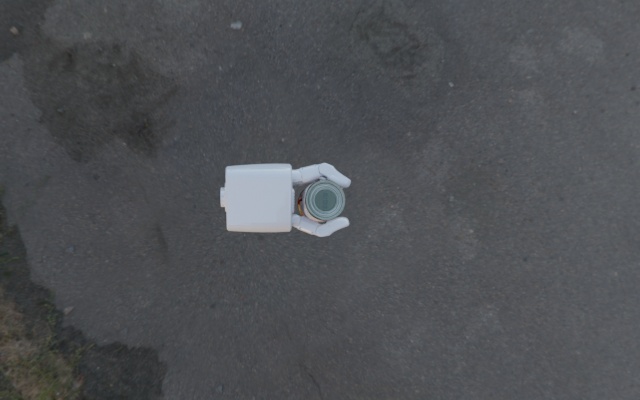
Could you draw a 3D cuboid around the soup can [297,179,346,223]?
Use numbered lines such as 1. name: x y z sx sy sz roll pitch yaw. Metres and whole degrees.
1. soup can: 0.001 0.003 0.807 0.068 0.068 0.102 0 -4 -9
